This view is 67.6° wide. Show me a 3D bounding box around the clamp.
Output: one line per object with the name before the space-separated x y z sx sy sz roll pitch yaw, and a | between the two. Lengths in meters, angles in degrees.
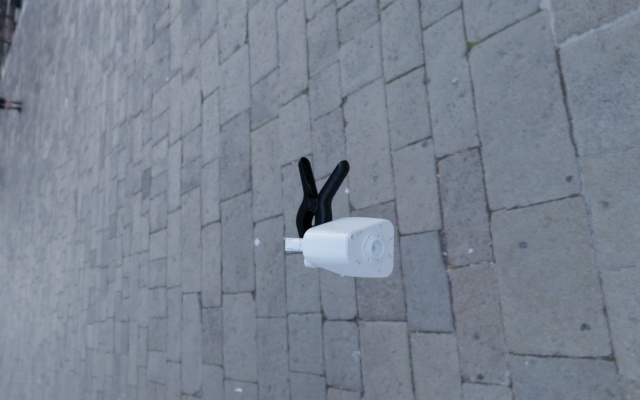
clamp | 0.000 0.003 0.838 0.039 0.171 0.120 5 -6 -38
